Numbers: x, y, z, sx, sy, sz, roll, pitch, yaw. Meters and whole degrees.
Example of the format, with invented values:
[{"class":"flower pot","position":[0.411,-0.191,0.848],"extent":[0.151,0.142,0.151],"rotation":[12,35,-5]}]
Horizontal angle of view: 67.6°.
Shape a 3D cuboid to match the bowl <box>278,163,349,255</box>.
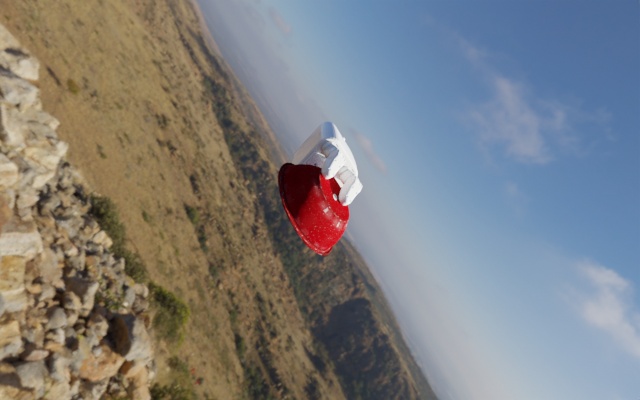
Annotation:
[{"class":"bowl","position":[0.001,0.003,0.760],"extent":[0.055,0.162,0.162],"rotation":[-25,-9,21]}]
